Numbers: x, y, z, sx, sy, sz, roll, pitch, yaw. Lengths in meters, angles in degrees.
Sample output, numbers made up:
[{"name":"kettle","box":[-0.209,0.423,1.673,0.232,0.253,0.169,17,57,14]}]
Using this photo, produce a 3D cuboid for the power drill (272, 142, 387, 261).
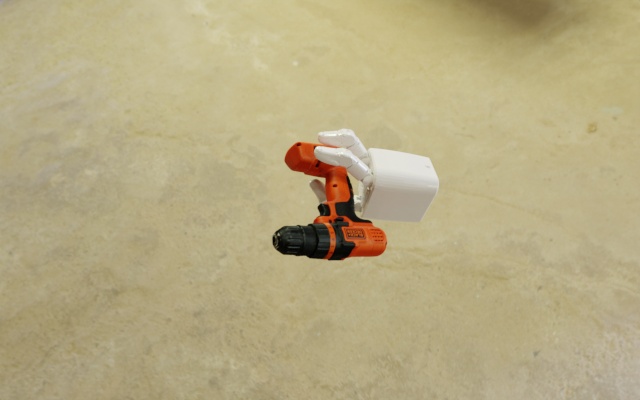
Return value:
[{"name":"power drill","box":[0.000,0.002,0.720,0.184,0.187,0.057,5,-33,-32]}]
